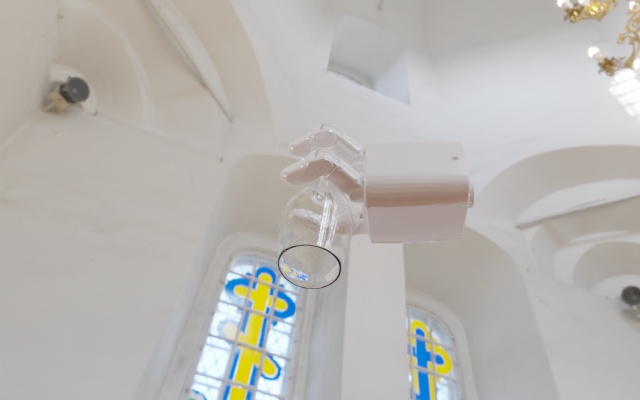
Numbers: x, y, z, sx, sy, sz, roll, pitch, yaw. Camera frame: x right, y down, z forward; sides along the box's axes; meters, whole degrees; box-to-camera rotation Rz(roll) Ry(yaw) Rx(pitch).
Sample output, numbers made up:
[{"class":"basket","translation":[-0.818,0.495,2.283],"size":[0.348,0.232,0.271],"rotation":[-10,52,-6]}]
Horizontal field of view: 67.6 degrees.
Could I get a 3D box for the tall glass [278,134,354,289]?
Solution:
[{"class":"tall glass","translation":[0.000,0.001,0.530],"size":[0.079,0.079,0.201],"rotation":[0,39,8]}]
